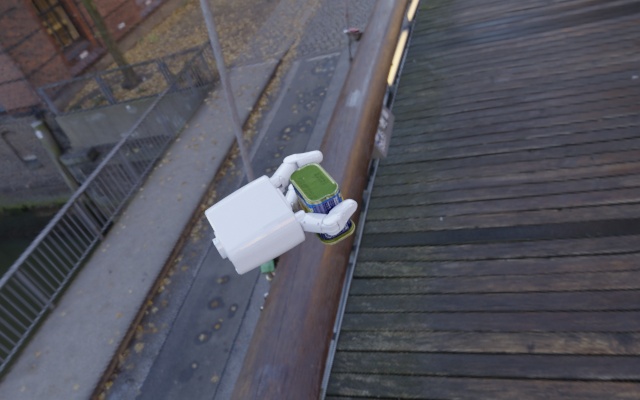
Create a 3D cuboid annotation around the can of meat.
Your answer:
[{"bbox_3d":[0.000,0.002,0.715,0.057,0.084,0.102,-29,38,-9],"label":"can of meat"}]
